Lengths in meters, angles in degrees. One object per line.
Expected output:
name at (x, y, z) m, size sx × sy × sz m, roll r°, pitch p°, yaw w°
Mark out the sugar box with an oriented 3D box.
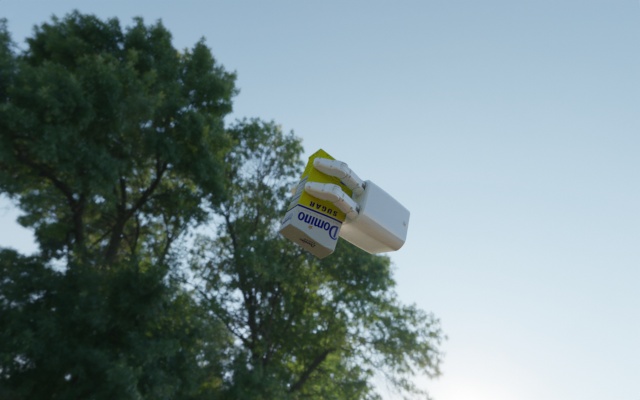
sugar box at (0.001, 0.003, 0.831) m, size 0.093 × 0.176 × 0.048 m, roll 34°, pitch -41°, yaw -20°
